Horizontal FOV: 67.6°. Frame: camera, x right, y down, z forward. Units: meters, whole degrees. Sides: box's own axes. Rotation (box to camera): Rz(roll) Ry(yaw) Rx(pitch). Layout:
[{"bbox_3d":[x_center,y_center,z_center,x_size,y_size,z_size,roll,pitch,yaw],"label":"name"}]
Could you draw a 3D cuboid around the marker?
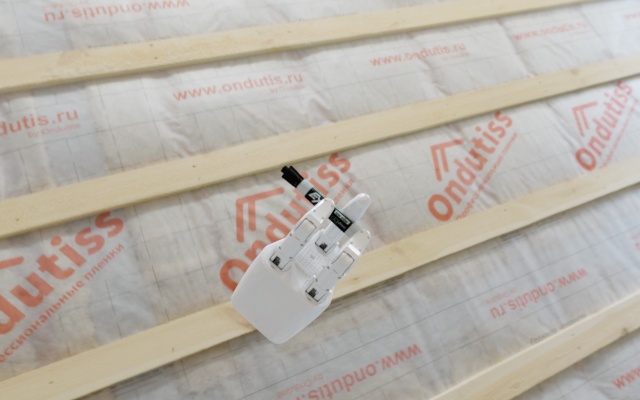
[{"bbox_3d":[0.000,0.002,0.564,0.121,0.020,0.020,42,3,3],"label":"marker"}]
